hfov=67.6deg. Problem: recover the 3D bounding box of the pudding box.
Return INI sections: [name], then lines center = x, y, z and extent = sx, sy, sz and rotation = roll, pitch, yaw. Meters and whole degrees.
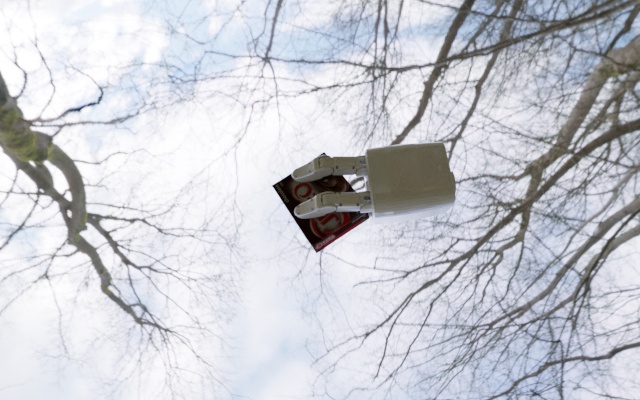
[pudding box]
center = 0.000, 0.002, 0.659
extent = 0.090, 0.113, 0.039
rotation = -33, -27, -6
